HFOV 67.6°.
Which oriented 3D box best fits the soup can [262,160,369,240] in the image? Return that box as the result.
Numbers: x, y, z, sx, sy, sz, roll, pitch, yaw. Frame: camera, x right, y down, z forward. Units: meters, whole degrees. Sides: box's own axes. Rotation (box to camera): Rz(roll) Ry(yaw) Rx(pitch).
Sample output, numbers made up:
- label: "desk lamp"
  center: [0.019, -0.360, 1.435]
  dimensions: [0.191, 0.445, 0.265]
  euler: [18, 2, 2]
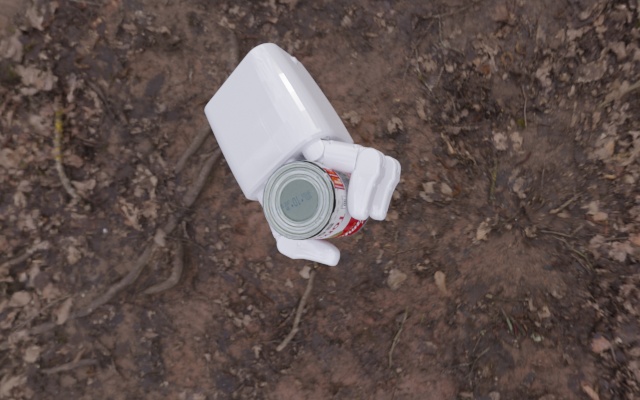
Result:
- label: "soup can"
  center: [0.000, 0.002, 0.436]
  dimensions: [0.068, 0.068, 0.102]
  euler: [0, -2, 22]
